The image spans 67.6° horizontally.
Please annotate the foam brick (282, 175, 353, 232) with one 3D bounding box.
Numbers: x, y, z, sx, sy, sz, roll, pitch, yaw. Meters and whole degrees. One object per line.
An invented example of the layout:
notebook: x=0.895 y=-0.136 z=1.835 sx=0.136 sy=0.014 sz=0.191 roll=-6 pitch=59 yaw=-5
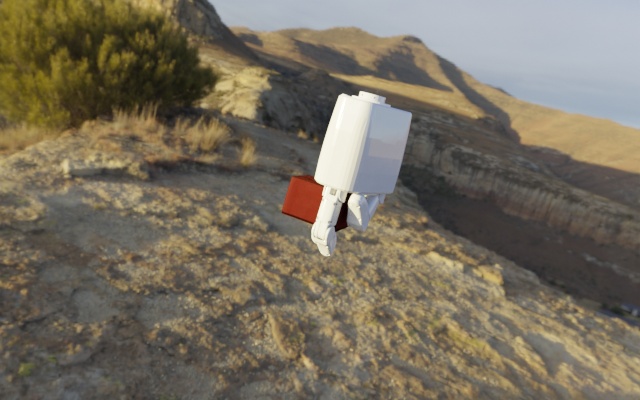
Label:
foam brick: x=0.000 y=0.002 z=0.614 sx=0.078 sy=0.051 sz=0.053 roll=19 pitch=13 yaw=21
